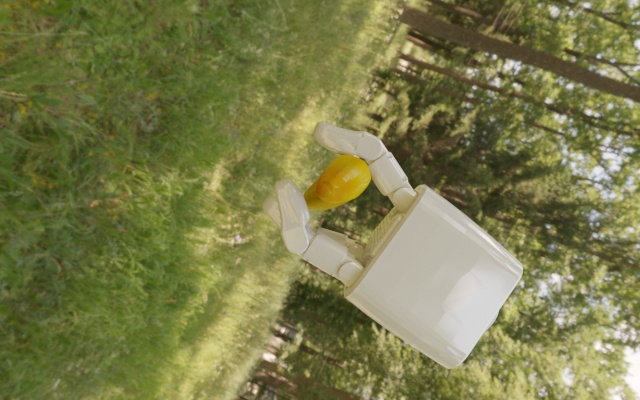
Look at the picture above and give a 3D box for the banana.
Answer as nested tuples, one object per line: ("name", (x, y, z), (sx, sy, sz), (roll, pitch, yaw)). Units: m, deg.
("banana", (0.013, -0.011, 0.427), (0.069, 0.037, 0.198), (-42, 1, -12))
